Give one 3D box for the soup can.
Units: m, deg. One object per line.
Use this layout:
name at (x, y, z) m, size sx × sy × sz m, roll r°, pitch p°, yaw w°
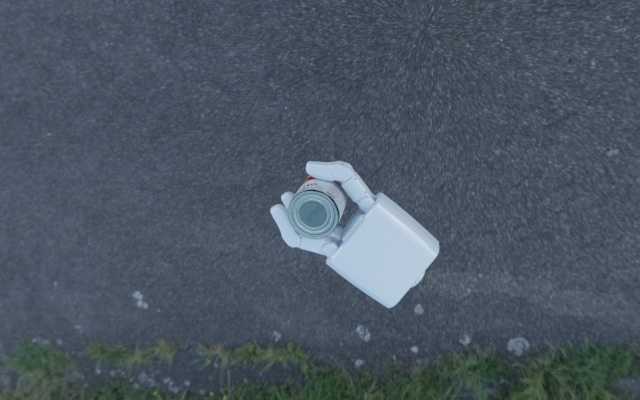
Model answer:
soup can at (0.000, 0.002, 0.636) m, size 0.068 × 0.068 × 0.102 m, roll 0°, pitch 20°, yaw 12°
